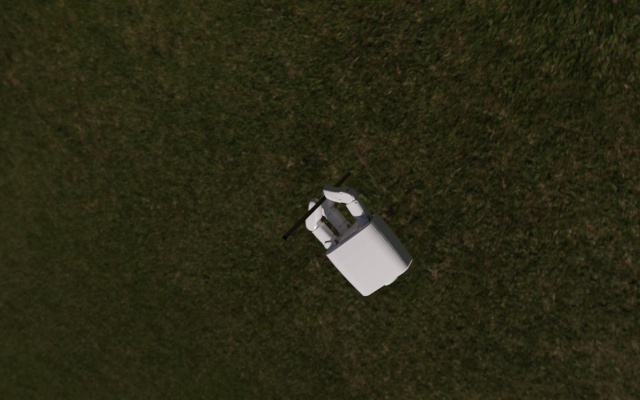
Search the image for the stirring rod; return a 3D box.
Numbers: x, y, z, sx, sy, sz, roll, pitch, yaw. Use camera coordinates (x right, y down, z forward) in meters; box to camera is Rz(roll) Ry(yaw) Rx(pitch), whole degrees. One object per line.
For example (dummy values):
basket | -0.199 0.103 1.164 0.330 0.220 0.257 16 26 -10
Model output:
stirring rod | 0.000 0.003 0.825 0.011 0.011 0.239 0 27 31
